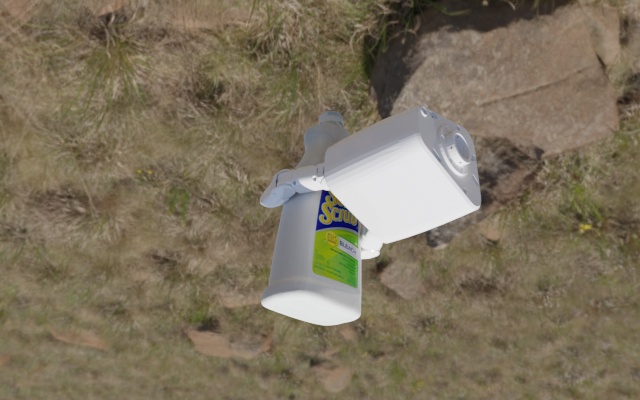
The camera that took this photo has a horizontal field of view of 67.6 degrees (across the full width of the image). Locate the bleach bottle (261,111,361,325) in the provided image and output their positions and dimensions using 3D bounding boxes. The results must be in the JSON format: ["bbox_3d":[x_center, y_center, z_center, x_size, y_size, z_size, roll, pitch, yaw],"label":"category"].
[{"bbox_3d":[0.000,0.002,0.529,0.102,0.250,0.068,29,-38,-36],"label":"bleach bottle"}]
